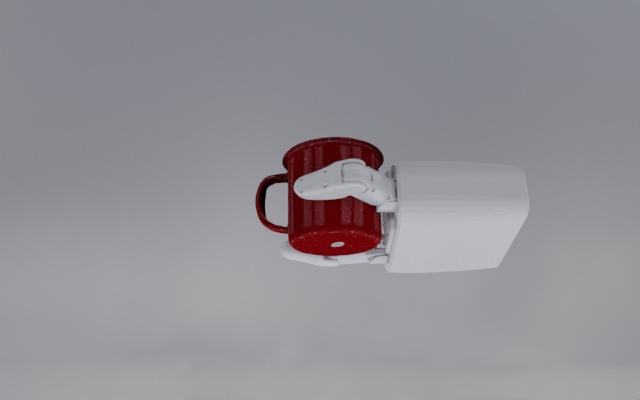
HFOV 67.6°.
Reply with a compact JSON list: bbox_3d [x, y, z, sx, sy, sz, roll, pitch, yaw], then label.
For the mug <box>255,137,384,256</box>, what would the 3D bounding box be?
[{"bbox_3d":[-0.001,0.002,0.425,0.117,0.081,0.093,-1,-21,1],"label":"mug"}]
